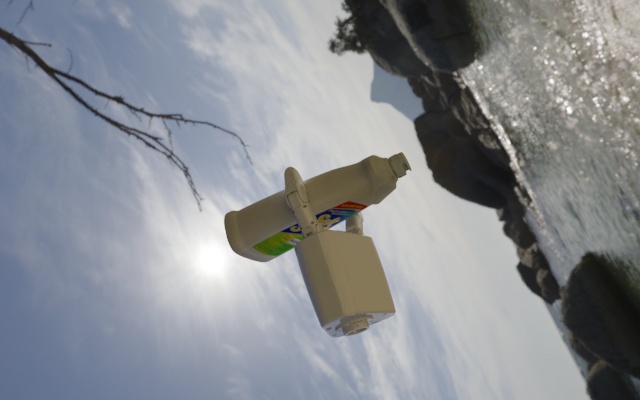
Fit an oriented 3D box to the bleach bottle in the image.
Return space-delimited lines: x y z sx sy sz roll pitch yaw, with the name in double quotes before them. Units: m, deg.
"bleach bottle" 0.000 0.002 0.641 0.251 0.068 0.102 -27 -28 18
